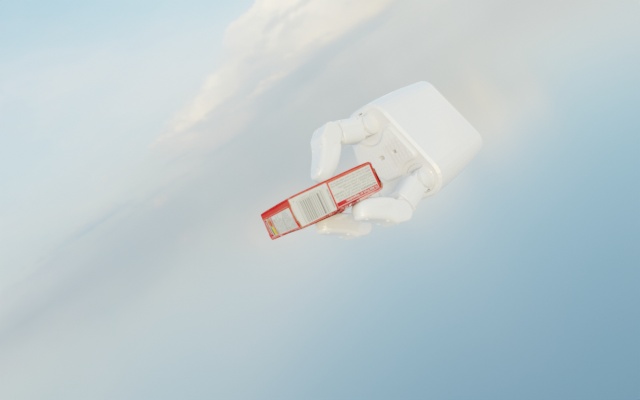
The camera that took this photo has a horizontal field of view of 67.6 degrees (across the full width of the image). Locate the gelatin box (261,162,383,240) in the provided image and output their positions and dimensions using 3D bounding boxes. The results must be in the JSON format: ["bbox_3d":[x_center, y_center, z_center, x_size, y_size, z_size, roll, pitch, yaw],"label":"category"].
[{"bbox_3d":[0.000,0.001,0.423,0.089,0.030,0.073,-25,0,-27],"label":"gelatin box"}]
